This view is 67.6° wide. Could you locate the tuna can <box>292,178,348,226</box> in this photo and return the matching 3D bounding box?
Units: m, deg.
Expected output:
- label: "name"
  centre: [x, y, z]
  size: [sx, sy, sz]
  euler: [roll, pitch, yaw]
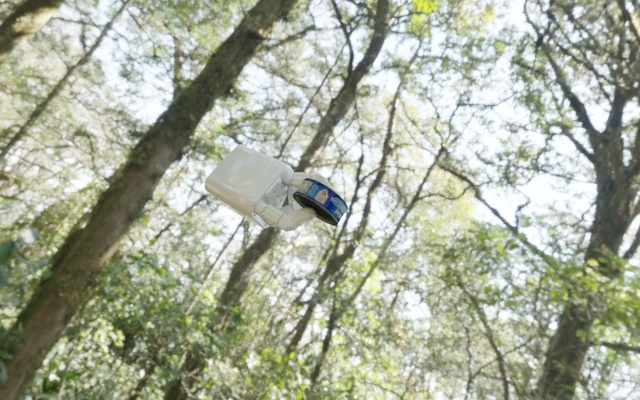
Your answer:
- label: "tuna can"
  centre: [0.000, 0.002, 0.749]
  size: [0.086, 0.033, 0.086]
  euler: [33, -13, 9]
